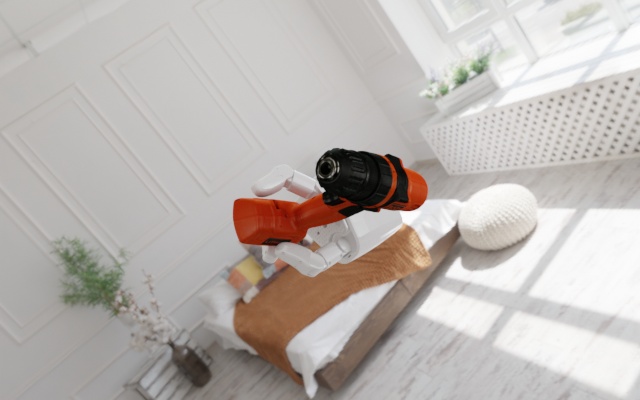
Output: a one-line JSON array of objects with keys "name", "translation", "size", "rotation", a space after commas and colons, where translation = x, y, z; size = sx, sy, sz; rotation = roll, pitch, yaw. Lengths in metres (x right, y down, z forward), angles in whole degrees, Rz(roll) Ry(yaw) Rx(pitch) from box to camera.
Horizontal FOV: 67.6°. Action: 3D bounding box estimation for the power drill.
[{"name": "power drill", "translation": [0.000, 0.002, 0.500], "size": [0.188, 0.057, 0.184], "rotation": [-17, -16, 31]}]
